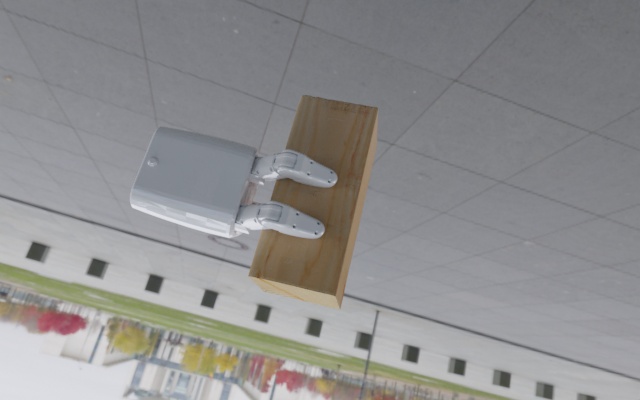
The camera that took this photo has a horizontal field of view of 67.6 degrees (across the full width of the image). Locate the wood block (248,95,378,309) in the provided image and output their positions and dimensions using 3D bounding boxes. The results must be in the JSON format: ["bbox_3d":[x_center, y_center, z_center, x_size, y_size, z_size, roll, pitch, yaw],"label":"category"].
[{"bbox_3d":[0.000,0.002,0.522,0.090,0.206,0.091,11,-19,9],"label":"wood block"}]
